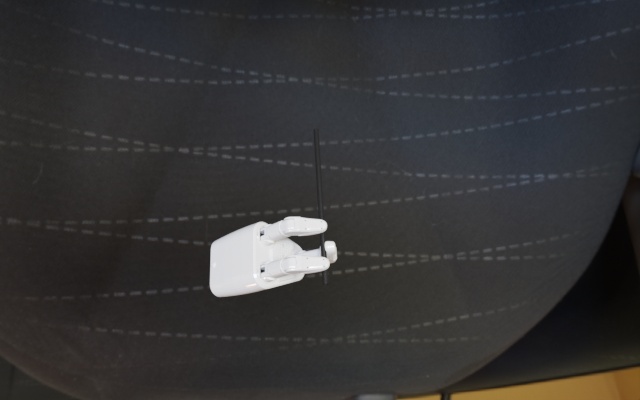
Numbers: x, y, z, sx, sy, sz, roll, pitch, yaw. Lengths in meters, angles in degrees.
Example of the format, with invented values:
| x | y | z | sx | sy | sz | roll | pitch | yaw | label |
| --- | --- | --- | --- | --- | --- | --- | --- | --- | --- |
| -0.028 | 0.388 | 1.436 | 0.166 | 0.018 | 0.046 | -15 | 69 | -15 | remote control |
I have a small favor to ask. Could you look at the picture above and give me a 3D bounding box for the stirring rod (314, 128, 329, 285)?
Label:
| x | y | z | sx | sy | sz | roll | pitch | yaw | label |
| --- | --- | --- | --- | --- | --- | --- | --- | --- | --- |
| 0.000 | 0.002 | 0.694 | 0.011 | 0.239 | 0.011 | -3 | -21 | -1 | stirring rod |
